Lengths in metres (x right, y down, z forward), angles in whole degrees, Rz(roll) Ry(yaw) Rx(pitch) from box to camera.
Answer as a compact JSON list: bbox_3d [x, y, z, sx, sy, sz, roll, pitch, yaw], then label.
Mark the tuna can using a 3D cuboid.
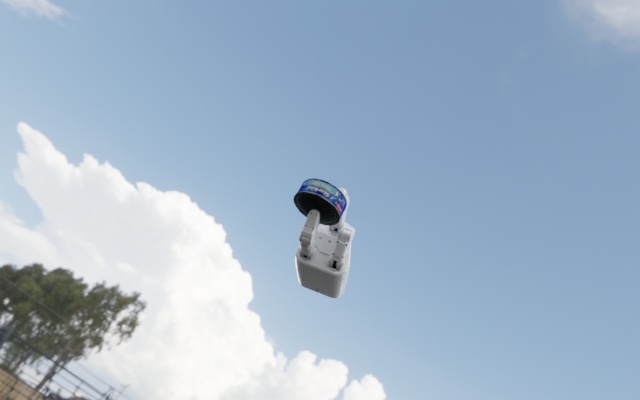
[{"bbox_3d":[0.000,0.002,0.798,0.086,0.033,0.086,22,-31,14],"label":"tuna can"}]
